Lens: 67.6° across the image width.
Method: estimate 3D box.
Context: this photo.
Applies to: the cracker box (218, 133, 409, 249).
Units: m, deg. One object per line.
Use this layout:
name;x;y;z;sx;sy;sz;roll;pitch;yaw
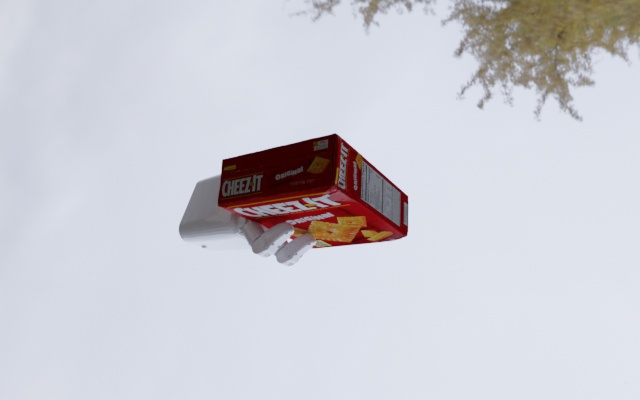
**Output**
cracker box;0.000;0.002;0.620;0.164;0.072;0.214;-9;-23;30
